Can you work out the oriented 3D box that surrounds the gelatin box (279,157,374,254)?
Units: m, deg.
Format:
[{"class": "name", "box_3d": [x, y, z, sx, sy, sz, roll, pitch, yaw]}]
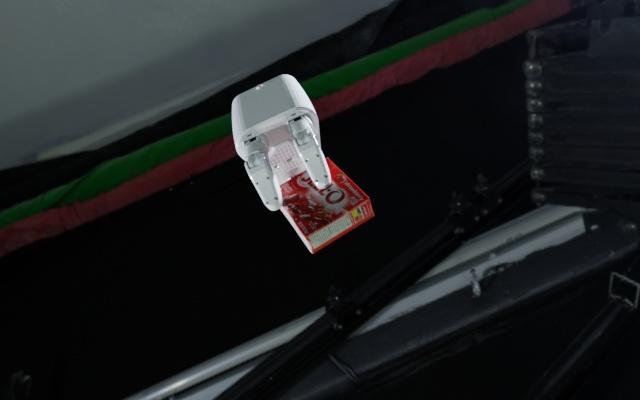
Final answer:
[{"class": "gelatin box", "box_3d": [0.000, 0.002, 0.487, 0.073, 0.030, 0.089, -30, 43, -9]}]
